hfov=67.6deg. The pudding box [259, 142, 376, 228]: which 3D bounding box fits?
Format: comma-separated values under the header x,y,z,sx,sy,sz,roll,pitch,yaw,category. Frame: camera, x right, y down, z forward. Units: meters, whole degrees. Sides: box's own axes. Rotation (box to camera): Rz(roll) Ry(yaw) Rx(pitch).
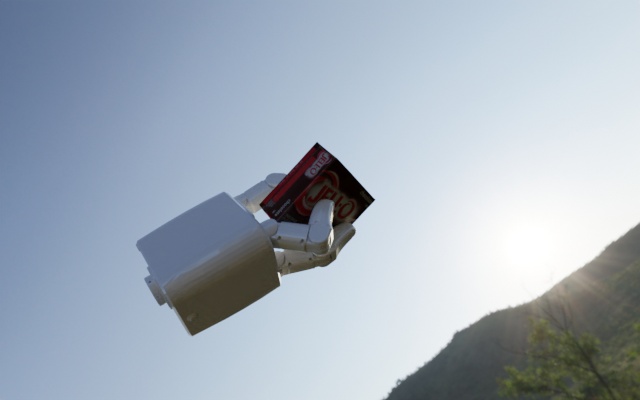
x,y,z,sx,sy,sz,roll,pitch,yaw,category
0.000,0.002,0.516,0.039,0.090,0.113,45,3,33,pudding box
